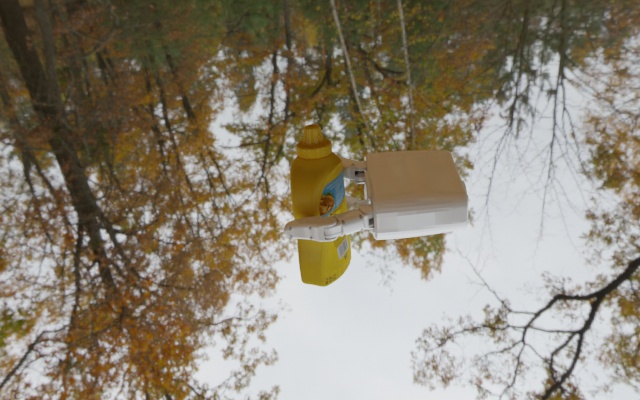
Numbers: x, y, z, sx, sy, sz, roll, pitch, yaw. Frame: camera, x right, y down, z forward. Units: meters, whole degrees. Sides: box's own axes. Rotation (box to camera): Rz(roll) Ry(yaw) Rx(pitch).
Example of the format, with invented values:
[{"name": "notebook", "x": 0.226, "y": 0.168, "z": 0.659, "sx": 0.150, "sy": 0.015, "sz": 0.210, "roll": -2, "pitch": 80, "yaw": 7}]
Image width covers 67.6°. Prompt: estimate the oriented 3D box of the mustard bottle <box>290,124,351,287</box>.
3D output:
[{"name": "mustard bottle", "x": 0.000, "y": 0.002, "z": 0.582, "sx": 0.058, "sy": 0.192, "sz": 0.096, "roll": 6, "pitch": 28, "yaw": 24}]
